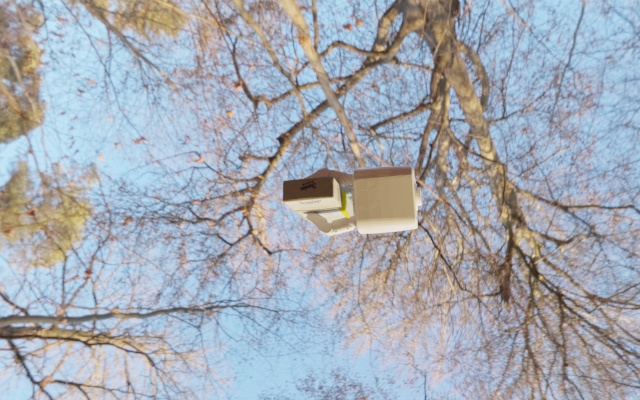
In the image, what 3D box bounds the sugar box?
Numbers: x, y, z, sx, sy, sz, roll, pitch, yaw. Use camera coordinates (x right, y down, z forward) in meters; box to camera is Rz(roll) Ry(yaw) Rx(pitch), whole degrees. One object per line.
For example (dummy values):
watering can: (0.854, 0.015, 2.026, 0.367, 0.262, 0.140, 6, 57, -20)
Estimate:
sugar box: (0.000, 0.002, 0.892, 0.093, 0.048, 0.176, -5, -19, 13)
